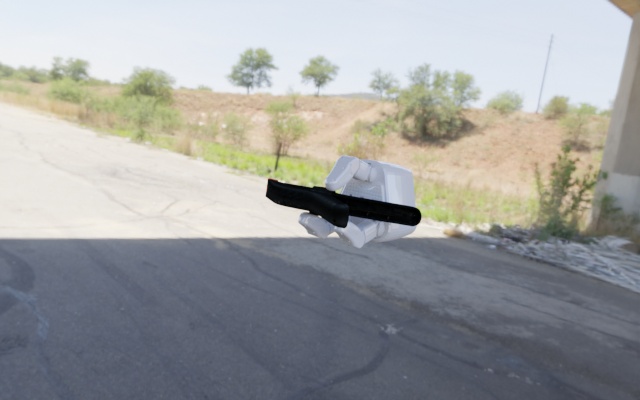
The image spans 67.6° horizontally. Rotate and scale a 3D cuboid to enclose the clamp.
[{"bbox_3d":[0.000,0.001,0.596,0.210,0.036,0.164,13,6,33],"label":"clamp"}]
